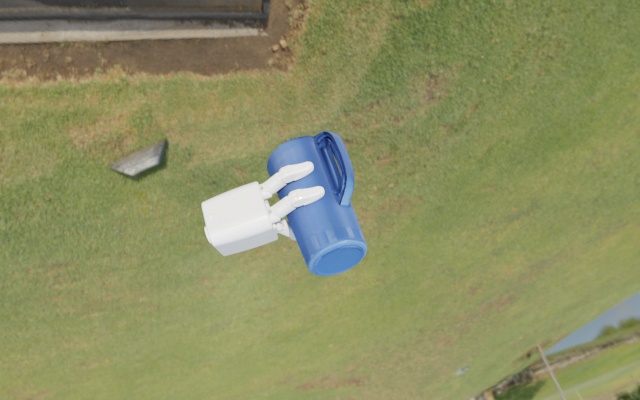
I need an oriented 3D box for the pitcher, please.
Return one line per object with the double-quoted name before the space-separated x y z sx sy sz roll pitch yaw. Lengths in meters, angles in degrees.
"pitcher" 0.000 0.003 0.864 0.145 0.242 0.149 -19 -34 -4
